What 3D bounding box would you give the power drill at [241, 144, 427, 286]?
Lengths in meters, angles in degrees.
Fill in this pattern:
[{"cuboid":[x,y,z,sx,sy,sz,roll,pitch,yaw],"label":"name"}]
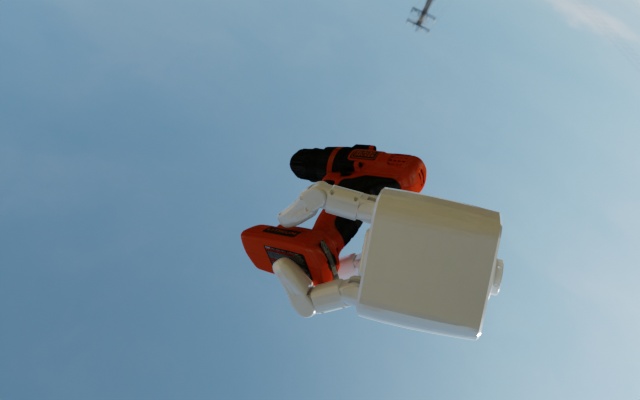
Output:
[{"cuboid":[0.000,0.002,0.528,0.184,0.057,0.187,8,43,38],"label":"power drill"}]
